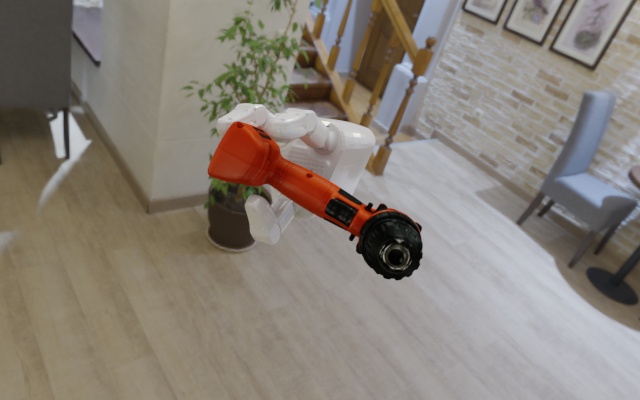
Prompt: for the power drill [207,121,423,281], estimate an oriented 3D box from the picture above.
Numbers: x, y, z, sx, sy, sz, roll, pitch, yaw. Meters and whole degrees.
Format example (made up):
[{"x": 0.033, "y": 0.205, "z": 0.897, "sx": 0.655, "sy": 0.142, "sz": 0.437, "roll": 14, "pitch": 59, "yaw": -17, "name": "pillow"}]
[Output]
[{"x": 0.000, "y": 0.001, "z": 0.415, "sx": 0.187, "sy": 0.057, "sz": 0.184, "roll": 31, "pitch": 3, "yaw": 3, "name": "power drill"}]
